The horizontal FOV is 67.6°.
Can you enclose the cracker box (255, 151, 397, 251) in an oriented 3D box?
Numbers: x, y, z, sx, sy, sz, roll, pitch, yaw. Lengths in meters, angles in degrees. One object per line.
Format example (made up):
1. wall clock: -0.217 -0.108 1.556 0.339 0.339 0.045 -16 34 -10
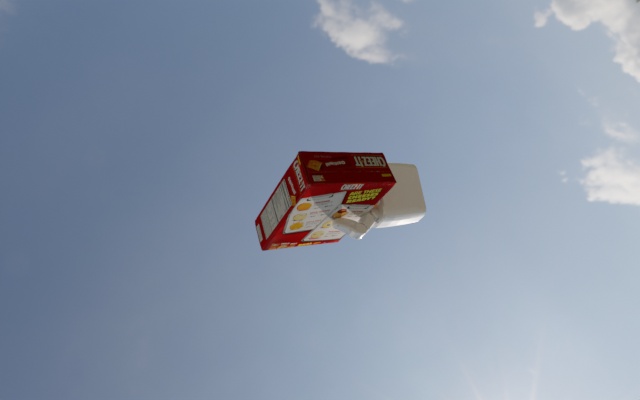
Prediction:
1. cracker box: 0.000 0.003 0.814 0.164 0.072 0.214 -3 -30 -31
